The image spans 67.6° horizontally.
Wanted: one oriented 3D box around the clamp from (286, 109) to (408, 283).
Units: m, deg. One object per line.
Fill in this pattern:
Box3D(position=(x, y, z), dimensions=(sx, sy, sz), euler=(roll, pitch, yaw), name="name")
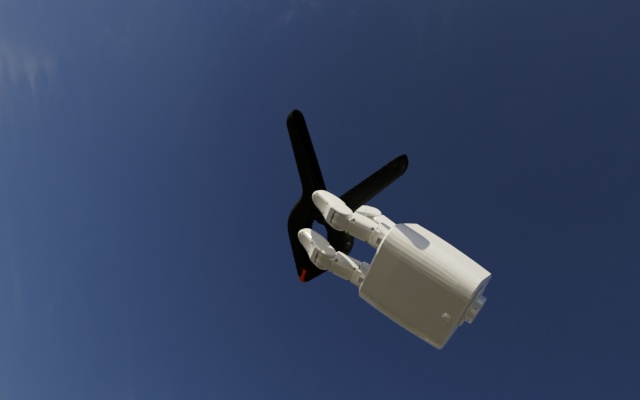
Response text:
Box3D(position=(0.001, 0.002, 0.584), dimensions=(0.164, 0.210, 0.036), euler=(35, 29, 26), name="clamp")
